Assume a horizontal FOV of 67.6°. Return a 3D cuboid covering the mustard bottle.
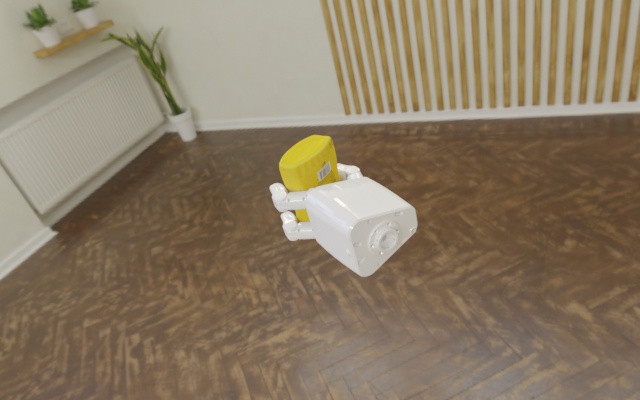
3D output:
[{"bbox_3d":[0.000,0.002,0.741,0.058,0.192,0.096,10,41,35],"label":"mustard bottle"}]
